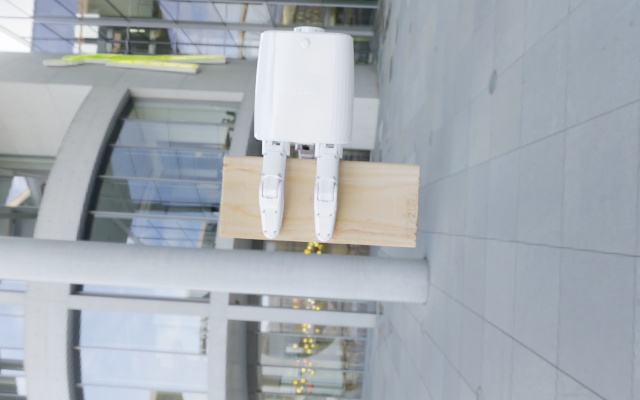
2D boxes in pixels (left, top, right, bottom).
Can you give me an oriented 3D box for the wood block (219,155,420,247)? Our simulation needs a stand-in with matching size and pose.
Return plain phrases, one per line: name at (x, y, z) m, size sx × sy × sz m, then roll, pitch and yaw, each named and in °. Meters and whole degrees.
wood block at (0.000, 0.001, 0.542) m, size 0.206 × 0.090 × 0.091 m, roll 3°, pitch -1°, yaw 2°
